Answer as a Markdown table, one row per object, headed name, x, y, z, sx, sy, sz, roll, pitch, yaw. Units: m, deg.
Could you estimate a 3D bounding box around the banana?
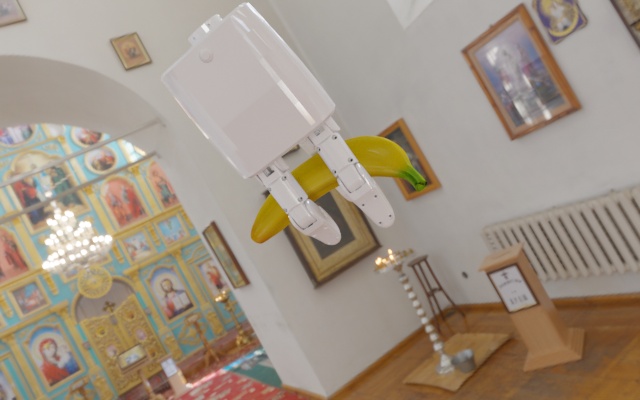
| name | x | y | z | sx | sy | sz | roll | pitch | yaw |
| --- | --- | --- | --- | --- | --- | --- | --- | --- | --- |
| banana | 0.004 | -0.015 | 0.452 | 0.198 | 0.069 | 0.037 | -21 | -40 | 35 |
